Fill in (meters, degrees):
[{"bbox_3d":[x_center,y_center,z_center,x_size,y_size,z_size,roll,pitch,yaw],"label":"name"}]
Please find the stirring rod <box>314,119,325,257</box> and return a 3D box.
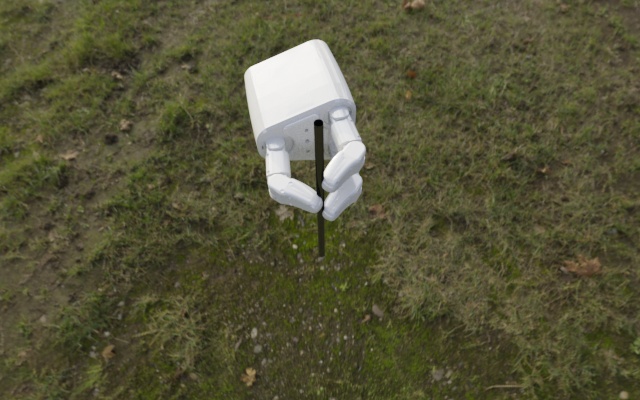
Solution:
[{"bbox_3d":[0.000,0.002,0.490,0.011,0.011,0.240,0,-33,1],"label":"stirring rod"}]
